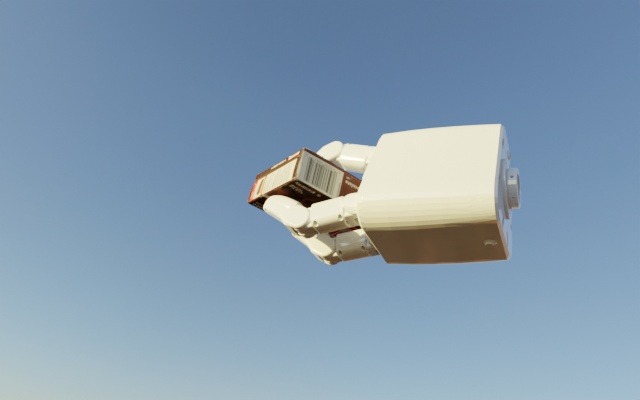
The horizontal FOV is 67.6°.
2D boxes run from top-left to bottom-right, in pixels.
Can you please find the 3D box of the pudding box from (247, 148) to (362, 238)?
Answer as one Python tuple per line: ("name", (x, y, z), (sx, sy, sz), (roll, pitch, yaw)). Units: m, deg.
("pudding box", (0.000, 0.001, 0.465), (0.113, 0.039, 0.090), (31, -31, -25))
